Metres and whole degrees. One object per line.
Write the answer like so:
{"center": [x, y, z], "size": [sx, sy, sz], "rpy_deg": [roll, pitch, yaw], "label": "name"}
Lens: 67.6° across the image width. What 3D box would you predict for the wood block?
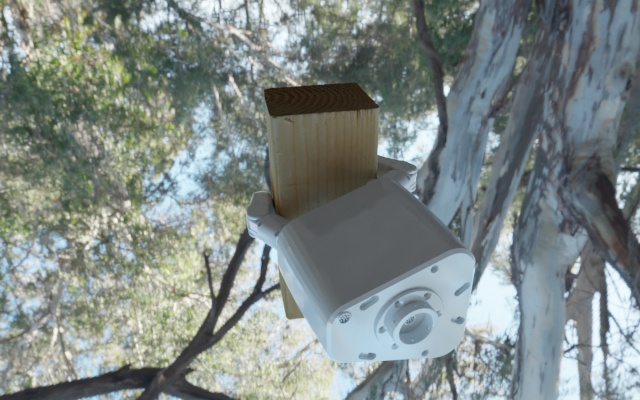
{"center": [0.000, 0.002, 0.459], "size": [0.091, 0.206, 0.090], "rpy_deg": [-5, 28, -8], "label": "wood block"}
